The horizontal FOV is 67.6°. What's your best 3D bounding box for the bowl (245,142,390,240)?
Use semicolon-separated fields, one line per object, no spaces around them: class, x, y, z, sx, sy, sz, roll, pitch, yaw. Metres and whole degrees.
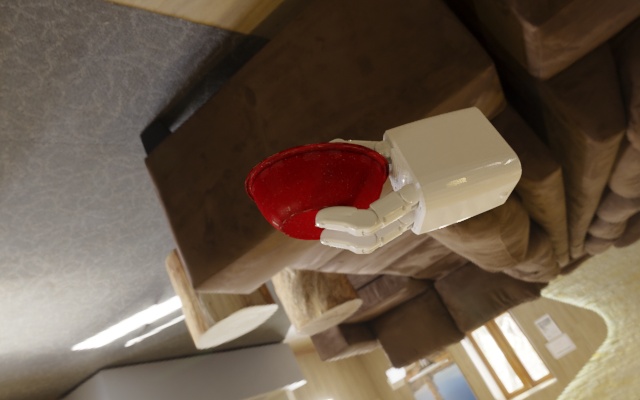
bowl;-0.001;0.002;0.522;0.162;0.055;0.162;-6;-25;-3
